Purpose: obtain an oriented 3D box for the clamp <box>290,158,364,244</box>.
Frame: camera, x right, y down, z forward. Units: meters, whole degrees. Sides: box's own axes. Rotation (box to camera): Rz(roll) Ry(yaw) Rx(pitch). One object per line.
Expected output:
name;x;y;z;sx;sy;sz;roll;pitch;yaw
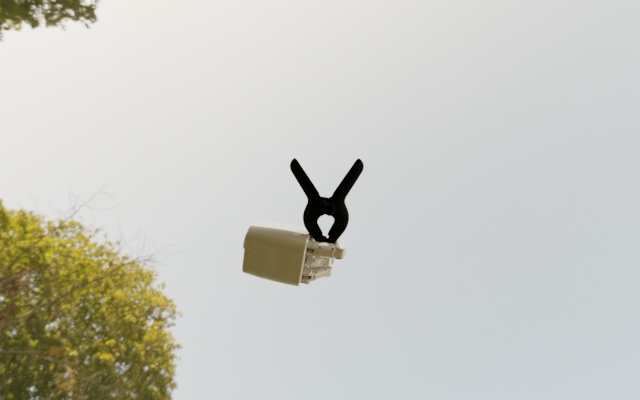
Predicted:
clamp;0.000;0.003;0.810;0.120;0.171;0.039;10;19;1
